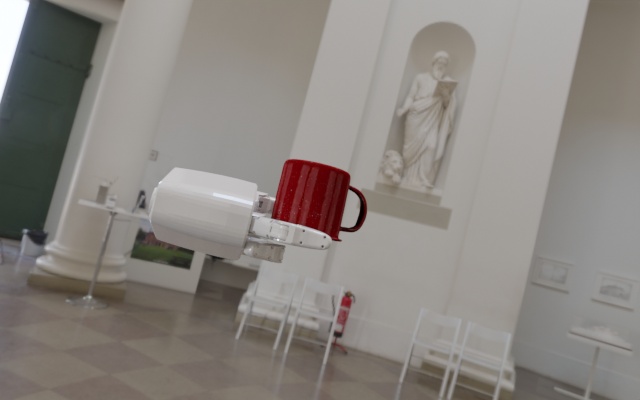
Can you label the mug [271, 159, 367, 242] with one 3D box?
[{"bbox_3d":[0.002,0.002,0.566,0.117,0.081,0.093,13,-3,-10],"label":"mug"}]
